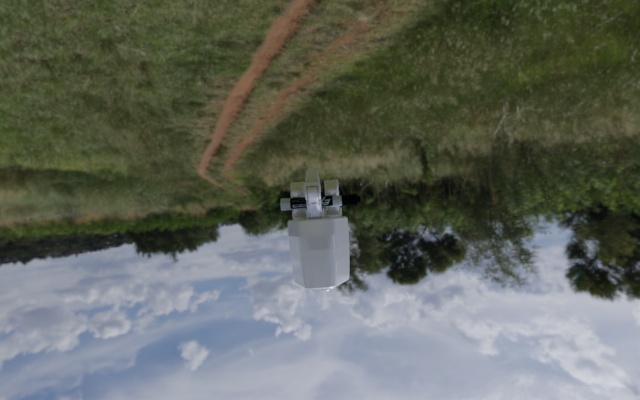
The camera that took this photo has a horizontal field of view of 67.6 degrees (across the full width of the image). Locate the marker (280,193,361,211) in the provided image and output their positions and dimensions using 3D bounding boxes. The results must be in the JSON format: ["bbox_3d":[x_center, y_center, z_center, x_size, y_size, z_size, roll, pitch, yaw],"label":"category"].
[{"bbox_3d":[0.000,0.002,0.724,0.121,0.020,0.020,-4,0,3],"label":"marker"}]
